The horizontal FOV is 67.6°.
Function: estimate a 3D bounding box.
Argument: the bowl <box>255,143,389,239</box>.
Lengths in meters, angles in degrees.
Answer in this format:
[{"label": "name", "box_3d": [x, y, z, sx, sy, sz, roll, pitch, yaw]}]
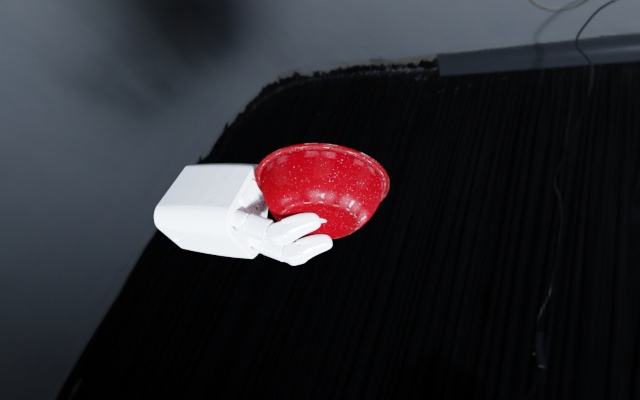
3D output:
[{"label": "bowl", "box_3d": [0.001, 0.002, 0.560, 0.162, 0.055, 0.162, 3, -30, 2]}]
